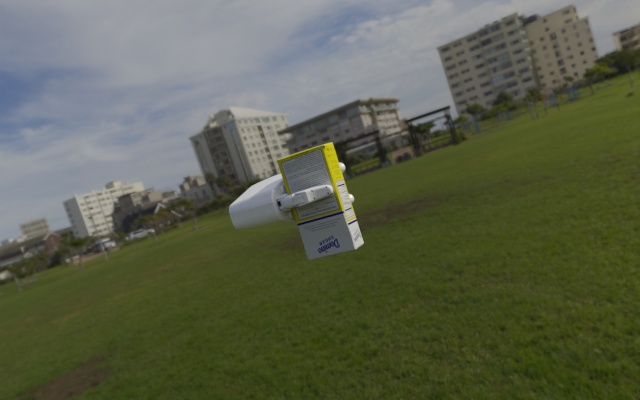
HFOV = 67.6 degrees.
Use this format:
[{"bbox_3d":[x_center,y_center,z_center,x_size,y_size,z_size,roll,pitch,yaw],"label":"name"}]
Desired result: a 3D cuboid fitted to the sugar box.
[{"bbox_3d":[0.000,0.002,0.786,0.093,0.176,0.048,-16,5,29],"label":"sugar box"}]
